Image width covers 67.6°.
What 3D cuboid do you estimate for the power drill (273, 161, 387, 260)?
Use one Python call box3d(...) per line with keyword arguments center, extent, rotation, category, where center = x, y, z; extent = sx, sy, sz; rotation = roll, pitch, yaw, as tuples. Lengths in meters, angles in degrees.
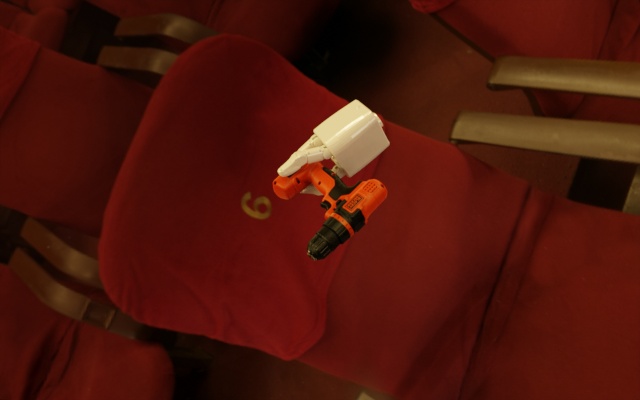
box3d(center=(0.000, 0.002, 0.872), extent=(0.187, 0.184, 0.057), rotation=(35, -21, 32), category="power drill")
